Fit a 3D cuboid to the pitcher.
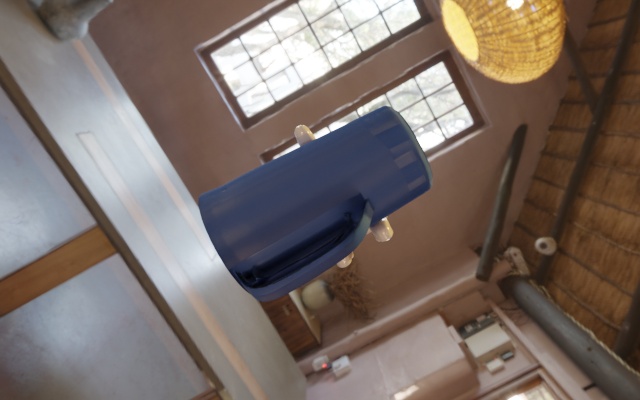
[{"bbox_3d":[0.000,0.002,0.533,0.243,0.149,0.145,-29,-10,3],"label":"pitcher"}]
